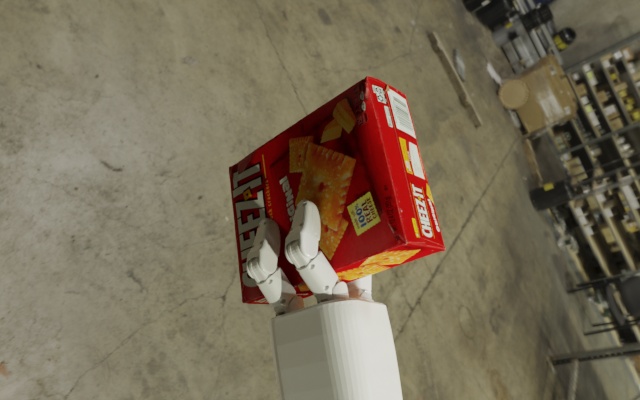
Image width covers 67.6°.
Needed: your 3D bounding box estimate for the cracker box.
[{"bbox_3d":[0.000,0.002,0.481,0.214,0.164,0.072,-26,-27,37],"label":"cracker box"}]
